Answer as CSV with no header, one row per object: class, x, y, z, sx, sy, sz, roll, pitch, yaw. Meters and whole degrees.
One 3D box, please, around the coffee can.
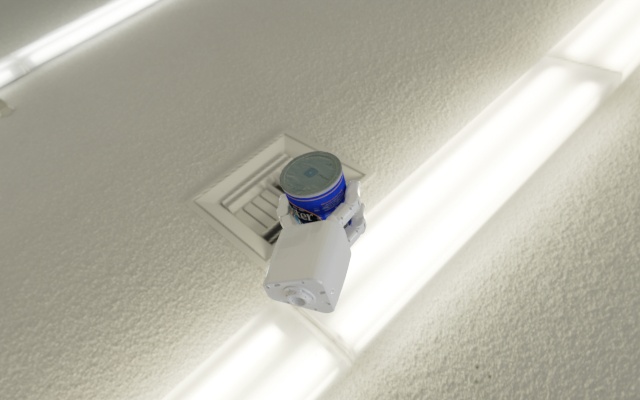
coffee can,0.000,0.002,0.806,0.103,0.102,0.140,0,-43,19
